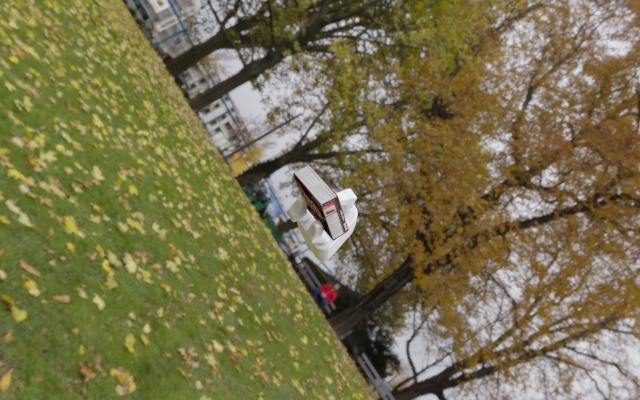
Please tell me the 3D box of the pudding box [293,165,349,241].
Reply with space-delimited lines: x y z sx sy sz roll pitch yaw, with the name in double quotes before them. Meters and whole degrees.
"pudding box" 0.000 0.003 0.836 0.039 0.090 0.113 -31 43 -12
